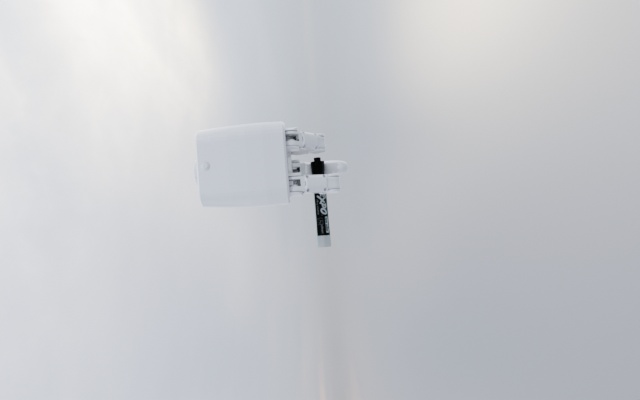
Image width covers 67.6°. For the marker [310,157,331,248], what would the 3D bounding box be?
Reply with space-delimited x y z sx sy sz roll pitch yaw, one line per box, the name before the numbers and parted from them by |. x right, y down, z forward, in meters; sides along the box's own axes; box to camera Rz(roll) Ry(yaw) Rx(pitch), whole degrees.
marker | 0.000 0.002 0.640 0.020 0.121 0.020 -5 -5 0
